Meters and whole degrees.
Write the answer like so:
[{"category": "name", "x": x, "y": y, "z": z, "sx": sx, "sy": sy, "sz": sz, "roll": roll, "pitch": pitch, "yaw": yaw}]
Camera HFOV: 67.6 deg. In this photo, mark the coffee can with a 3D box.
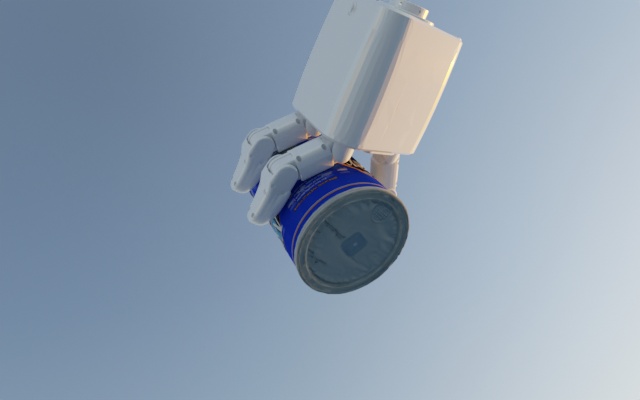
[{"category": "coffee can", "x": 0.000, "y": 0.002, "z": 0.438, "sx": 0.103, "sy": 0.103, "sz": 0.140, "roll": 0, "pitch": 30, "yaw": -28}]
